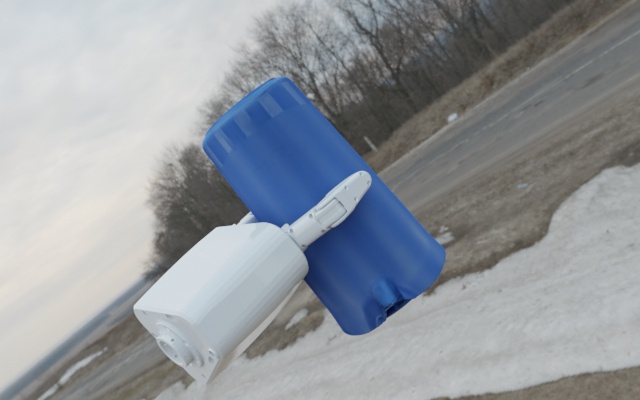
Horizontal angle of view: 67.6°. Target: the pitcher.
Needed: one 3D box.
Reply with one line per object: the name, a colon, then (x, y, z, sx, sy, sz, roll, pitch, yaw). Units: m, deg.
pitcher: (0.000, 0.002, 0.485, 0.145, 0.243, 0.149, -46, 10, -37)
